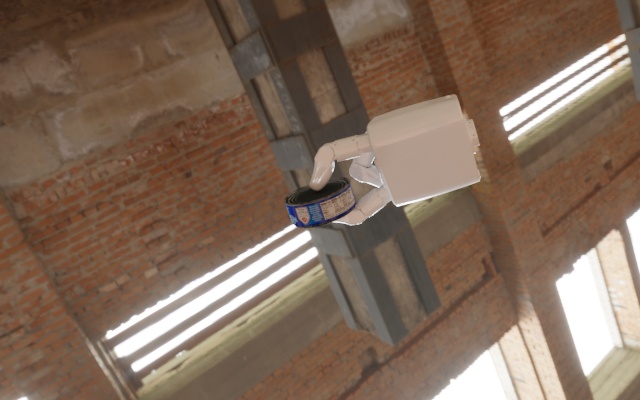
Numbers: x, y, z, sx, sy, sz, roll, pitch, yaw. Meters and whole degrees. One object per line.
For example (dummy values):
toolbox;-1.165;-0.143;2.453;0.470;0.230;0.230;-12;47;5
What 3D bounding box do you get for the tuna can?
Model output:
tuna can;0.000;0.002;0.596;0.086;0.034;0.086;-17;16;5
